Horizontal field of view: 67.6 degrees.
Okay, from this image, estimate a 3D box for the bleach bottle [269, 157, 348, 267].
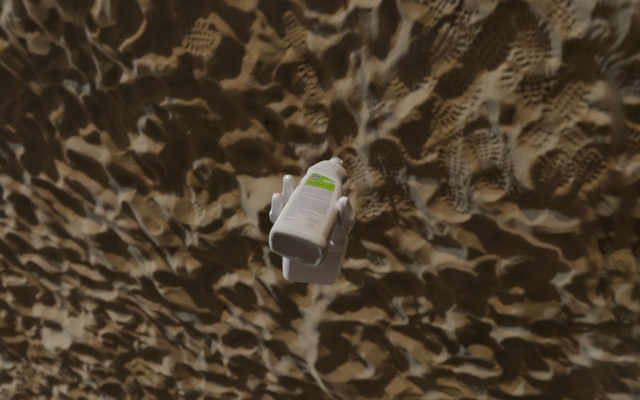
[{"bbox_3d":[0.000,0.003,0.856,0.102,0.068,0.250,18,42,10],"label":"bleach bottle"}]
